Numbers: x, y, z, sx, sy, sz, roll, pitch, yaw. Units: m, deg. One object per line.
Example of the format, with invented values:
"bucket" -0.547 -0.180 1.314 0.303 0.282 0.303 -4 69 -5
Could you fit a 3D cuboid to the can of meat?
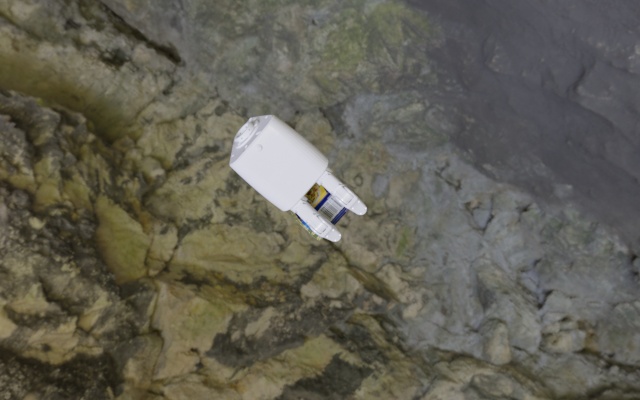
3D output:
"can of meat" 0.000 0.003 0.739 0.057 0.084 0.102 40 6 -28
